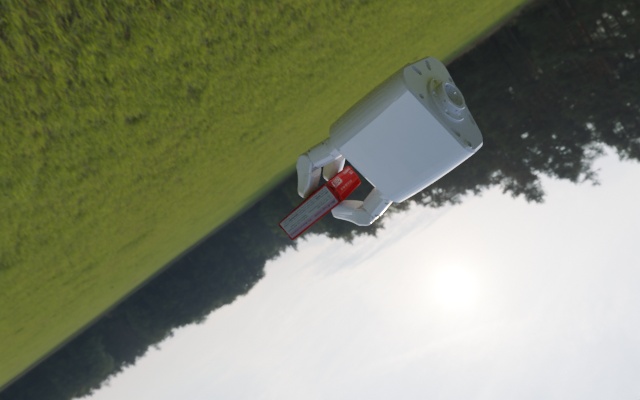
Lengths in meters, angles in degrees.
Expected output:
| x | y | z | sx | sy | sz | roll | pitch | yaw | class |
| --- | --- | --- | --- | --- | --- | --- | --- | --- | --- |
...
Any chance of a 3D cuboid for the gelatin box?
| x | y | z | sx | sy | sz | roll | pitch | yaw | class |
| --- | --- | --- | --- | --- | --- | --- | --- | --- | --- |
| 0.000 | 0.002 | 0.573 | 0.089 | 0.030 | 0.073 | -40 | 0 | 30 | gelatin box |
